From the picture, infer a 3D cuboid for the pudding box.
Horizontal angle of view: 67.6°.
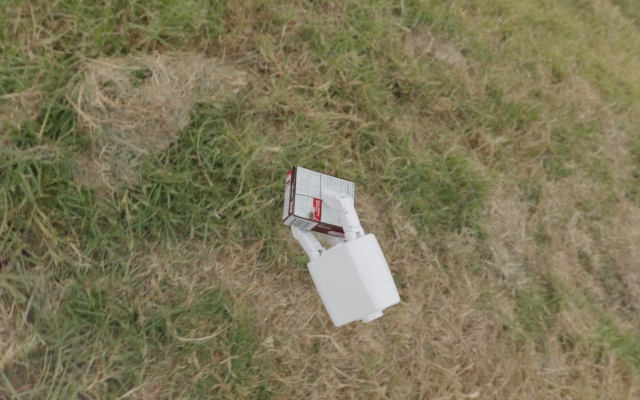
[{"bbox_3d":[0.000,0.002,0.754,0.113,0.090,0.039,16,-30,-25],"label":"pudding box"}]
